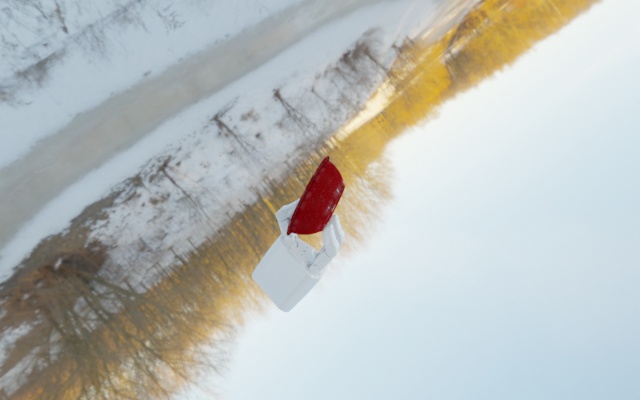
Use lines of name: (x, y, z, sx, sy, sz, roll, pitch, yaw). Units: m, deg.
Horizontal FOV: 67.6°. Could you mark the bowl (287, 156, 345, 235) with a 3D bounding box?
bowl: (0.001, 0.002, 0.861, 0.055, 0.162, 0.162, 27, 2, 5)
